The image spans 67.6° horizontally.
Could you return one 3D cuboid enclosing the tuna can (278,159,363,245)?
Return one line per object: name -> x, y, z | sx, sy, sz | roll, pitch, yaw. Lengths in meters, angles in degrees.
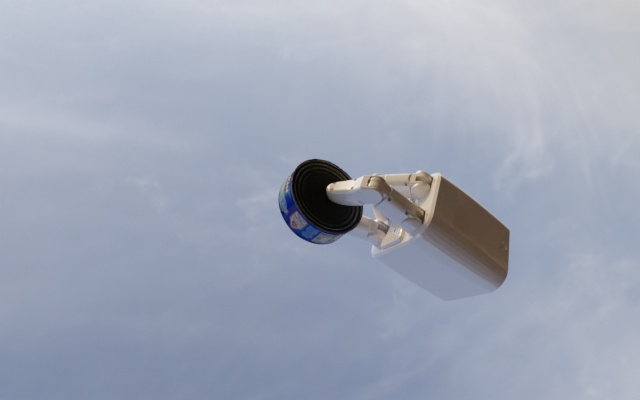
tuna can -> 0.000, 0.002, 0.496 | 0.086, 0.086, 0.034 | 0, -27, -36
